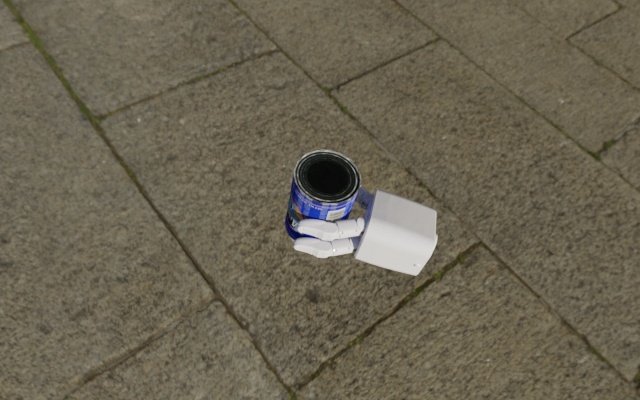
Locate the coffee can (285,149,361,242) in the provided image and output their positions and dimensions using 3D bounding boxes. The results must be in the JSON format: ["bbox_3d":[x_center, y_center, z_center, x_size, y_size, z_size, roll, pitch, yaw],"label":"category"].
[{"bbox_3d":[0.000,0.002,0.763,0.103,0.102,0.140,0,-34,-10],"label":"coffee can"}]
